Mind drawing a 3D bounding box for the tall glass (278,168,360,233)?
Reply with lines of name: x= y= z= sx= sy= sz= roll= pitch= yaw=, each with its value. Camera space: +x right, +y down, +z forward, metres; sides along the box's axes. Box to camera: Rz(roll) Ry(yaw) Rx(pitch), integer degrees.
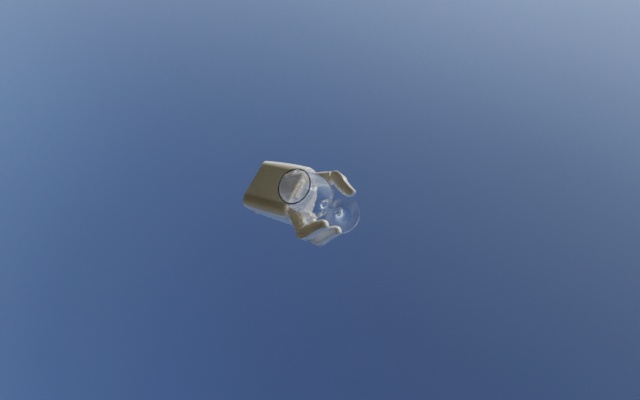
tall glass: x=0.001 y=0.003 z=0.868 sx=0.079 sy=0.079 sz=0.201 roll=0 pitch=-16 yaw=27
